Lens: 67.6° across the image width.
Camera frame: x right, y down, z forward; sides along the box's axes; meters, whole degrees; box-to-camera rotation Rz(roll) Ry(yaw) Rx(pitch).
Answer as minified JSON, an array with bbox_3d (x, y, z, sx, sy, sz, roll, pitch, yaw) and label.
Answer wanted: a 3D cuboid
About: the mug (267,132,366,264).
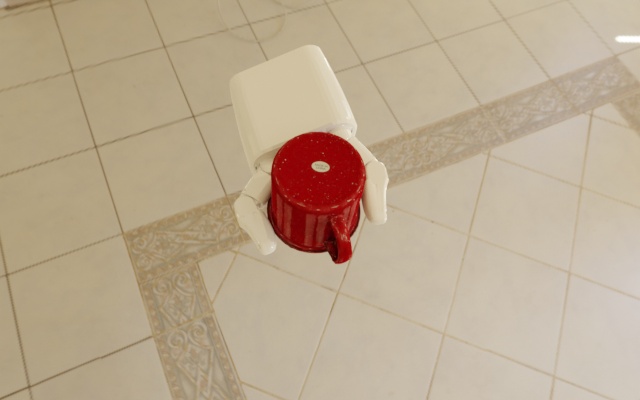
[{"bbox_3d":[0.000,0.003,0.431,0.093,0.117,0.081,-15,-24,-11],"label":"mug"}]
